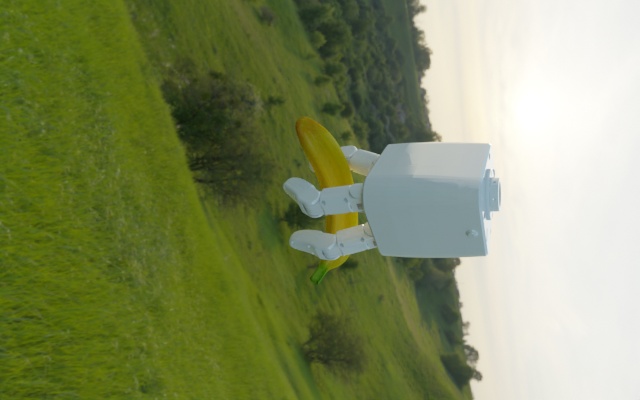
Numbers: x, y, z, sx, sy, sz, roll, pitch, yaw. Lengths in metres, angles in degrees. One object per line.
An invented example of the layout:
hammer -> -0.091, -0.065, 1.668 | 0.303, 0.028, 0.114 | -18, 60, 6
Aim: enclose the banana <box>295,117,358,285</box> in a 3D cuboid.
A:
banana -> 0.012, -0.002, 0.533 | 0.037, 0.198, 0.069 | 12, 29, 37
